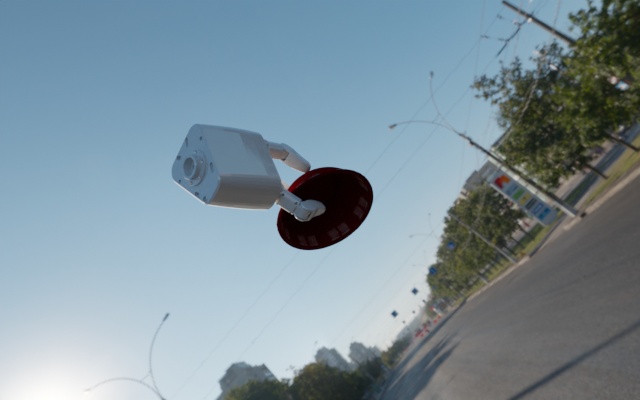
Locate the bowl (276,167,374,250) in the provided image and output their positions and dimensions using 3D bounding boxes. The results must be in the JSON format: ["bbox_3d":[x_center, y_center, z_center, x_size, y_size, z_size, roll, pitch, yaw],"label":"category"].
[{"bbox_3d":[0.001,0.003,0.755,0.162,0.162,0.055,0,38,-28],"label":"bowl"}]
